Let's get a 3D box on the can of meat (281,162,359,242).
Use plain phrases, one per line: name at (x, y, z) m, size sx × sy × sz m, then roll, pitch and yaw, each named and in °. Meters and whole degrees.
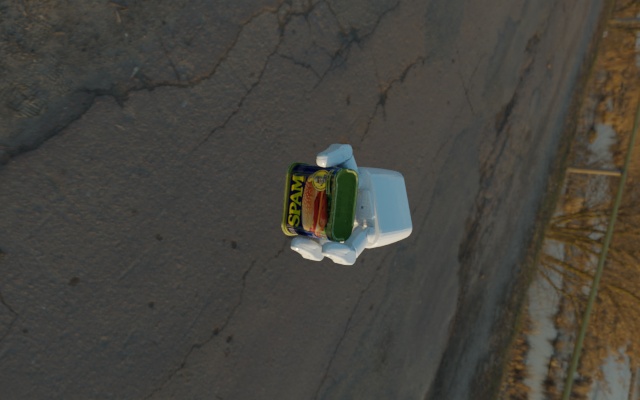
can of meat at (0.000, 0.002, 0.640) m, size 0.084 × 0.102 × 0.057 m, roll 8°, pitch 4°, yaw 37°
